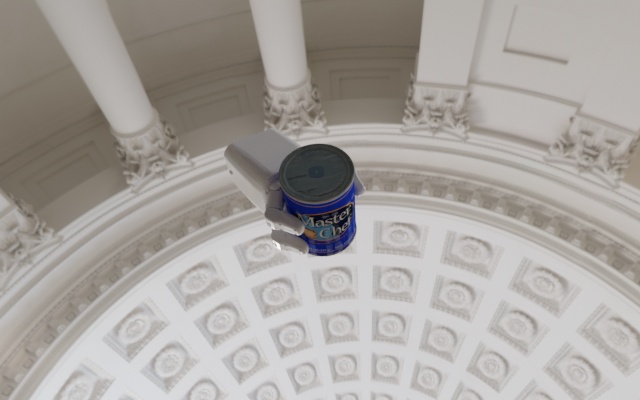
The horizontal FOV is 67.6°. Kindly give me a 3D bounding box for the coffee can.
[{"bbox_3d":[0.000,0.002,0.693,0.103,0.102,0.140,0,-37,6],"label":"coffee can"}]
